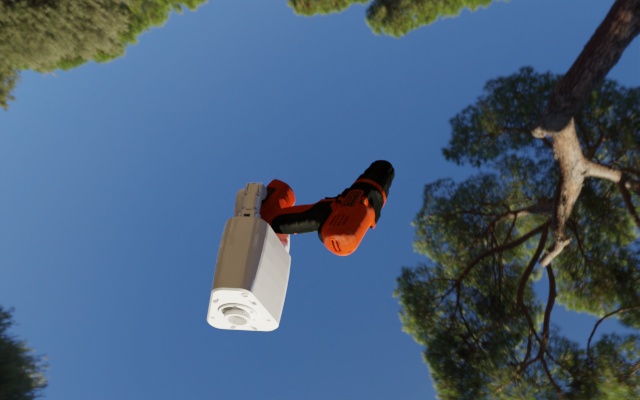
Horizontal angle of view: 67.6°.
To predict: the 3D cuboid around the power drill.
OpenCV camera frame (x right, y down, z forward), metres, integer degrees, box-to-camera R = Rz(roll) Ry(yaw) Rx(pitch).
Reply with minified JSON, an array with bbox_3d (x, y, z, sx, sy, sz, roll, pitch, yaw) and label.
[{"bbox_3d":[0.000,0.002,0.678,0.187,0.057,0.184,-2,33,32],"label":"power drill"}]
